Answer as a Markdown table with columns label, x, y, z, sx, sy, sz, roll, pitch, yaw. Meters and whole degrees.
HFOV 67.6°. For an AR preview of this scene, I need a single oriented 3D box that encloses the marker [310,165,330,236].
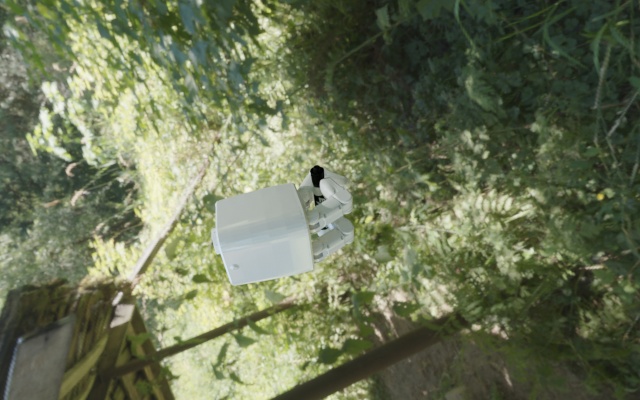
| label | x | y | z | sx | sy | sz | roll | pitch | yaw |
| --- | --- | --- | --- | --- | --- | --- | --- | --- | --- |
| marker | 0.000 | 0.002 | 0.645 | 0.020 | 0.121 | 0.020 | -4 | 42 | 3 |
